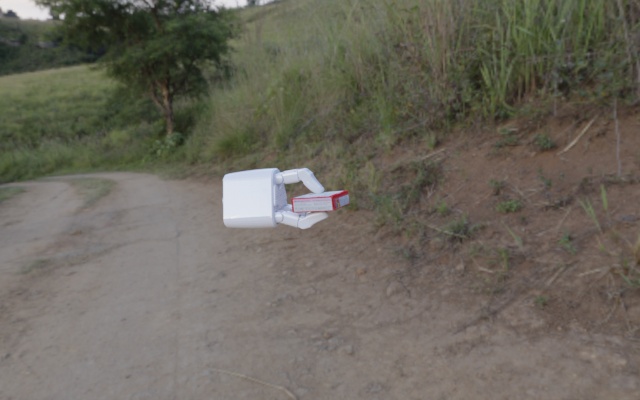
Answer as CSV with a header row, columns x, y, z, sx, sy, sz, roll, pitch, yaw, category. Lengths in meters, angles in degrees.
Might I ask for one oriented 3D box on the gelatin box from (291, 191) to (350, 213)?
x,y,z,sx,sy,sz,roll,pitch,yaw,category
0.000,0.002,0.899,0.089,0.030,0.073,-4,7,27,gelatin box
